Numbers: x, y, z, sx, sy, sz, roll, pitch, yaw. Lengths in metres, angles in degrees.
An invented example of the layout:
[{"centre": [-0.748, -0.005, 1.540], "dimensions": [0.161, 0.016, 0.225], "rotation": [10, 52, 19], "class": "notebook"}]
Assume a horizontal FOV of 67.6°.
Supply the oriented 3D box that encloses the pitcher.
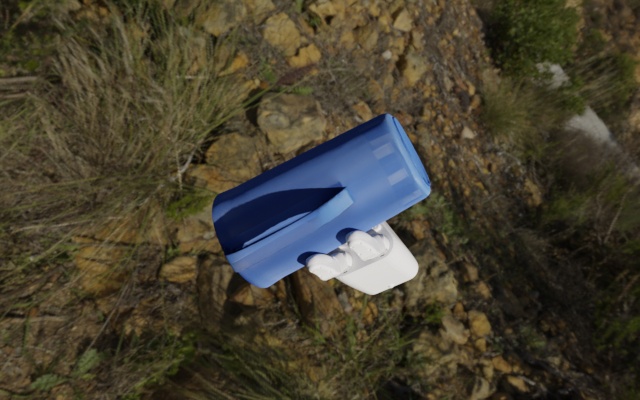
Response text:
[{"centre": [0.000, 0.002, 0.566], "dimensions": [0.243, 0.149, 0.145], "rotation": [-28, -37, 16], "class": "pitcher"}]
